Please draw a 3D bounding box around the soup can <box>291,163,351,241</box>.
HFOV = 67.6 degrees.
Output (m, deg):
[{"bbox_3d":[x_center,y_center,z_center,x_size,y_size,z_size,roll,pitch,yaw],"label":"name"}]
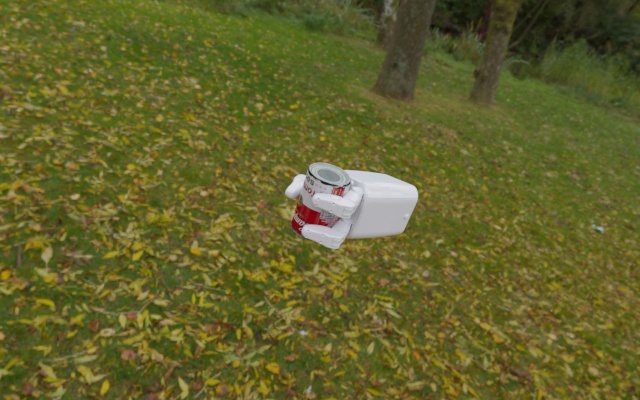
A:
[{"bbox_3d":[0.000,0.002,0.725,0.068,0.102,0.068,14,29,-8],"label":"soup can"}]
